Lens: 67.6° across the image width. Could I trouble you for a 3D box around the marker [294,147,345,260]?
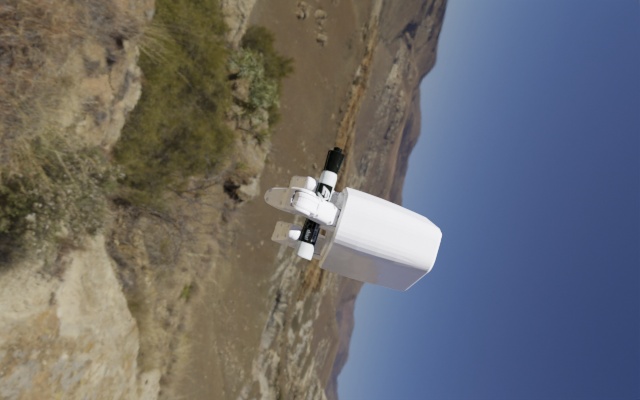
[{"bbox_3d":[0.000,0.002,0.496,0.020,0.121,0.020,18,-8,3],"label":"marker"}]
